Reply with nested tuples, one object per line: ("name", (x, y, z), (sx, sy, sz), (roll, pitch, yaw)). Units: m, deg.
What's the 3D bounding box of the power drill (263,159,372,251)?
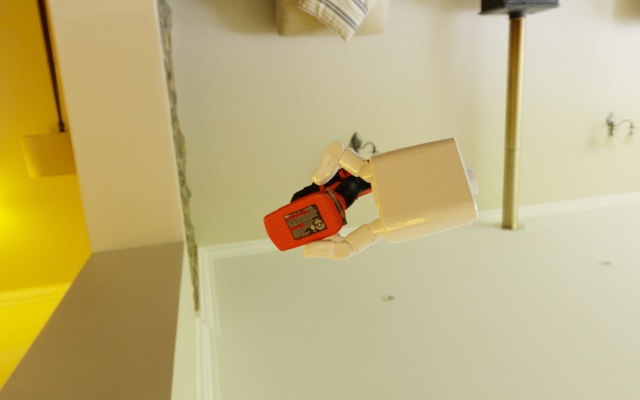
("power drill", (0.000, 0.002, 0.664), (0.184, 0.057, 0.187), (-24, 9, 31))
